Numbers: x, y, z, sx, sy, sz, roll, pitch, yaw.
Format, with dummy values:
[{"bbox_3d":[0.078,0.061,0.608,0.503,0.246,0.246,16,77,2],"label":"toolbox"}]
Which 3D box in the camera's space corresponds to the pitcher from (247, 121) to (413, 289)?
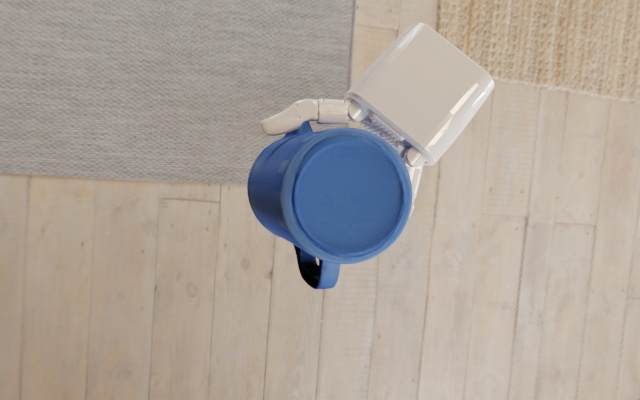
[{"bbox_3d":[0.000,0.001,0.482,0.149,0.145,0.243,44,-5,-10],"label":"pitcher"}]
